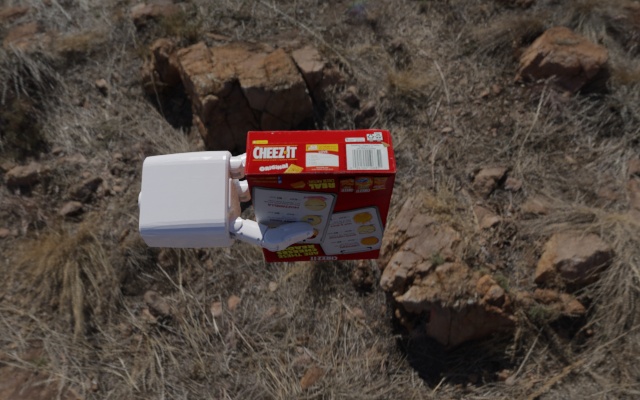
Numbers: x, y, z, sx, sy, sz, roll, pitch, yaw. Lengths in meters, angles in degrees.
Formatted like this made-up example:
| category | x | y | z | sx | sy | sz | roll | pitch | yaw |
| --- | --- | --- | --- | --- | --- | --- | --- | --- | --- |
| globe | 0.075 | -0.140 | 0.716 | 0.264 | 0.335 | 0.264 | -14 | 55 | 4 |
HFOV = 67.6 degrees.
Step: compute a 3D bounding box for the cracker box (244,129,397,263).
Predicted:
| category | x | y | z | sx | sy | sz | roll | pitch | yaw |
| --- | --- | --- | --- | --- | --- | --- | --- | --- | --- |
| cracker box | 0.000 | 0.002 | 0.608 | 0.164 | 0.072 | 0.214 | -1 | -32 | 0 |
